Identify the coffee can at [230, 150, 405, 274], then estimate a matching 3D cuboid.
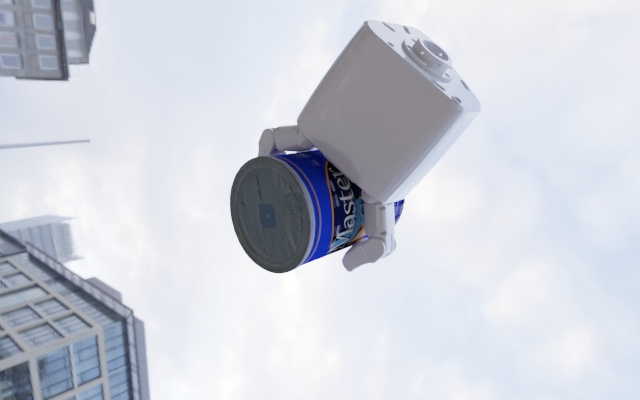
[{"bbox_3d":[0.000,0.002,0.459,0.103,0.103,0.140,0,10,43],"label":"coffee can"}]
